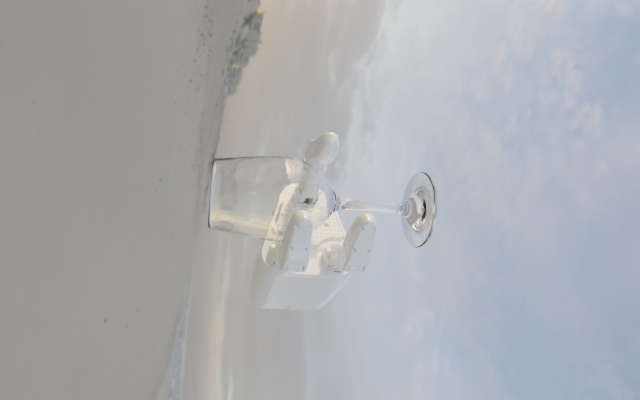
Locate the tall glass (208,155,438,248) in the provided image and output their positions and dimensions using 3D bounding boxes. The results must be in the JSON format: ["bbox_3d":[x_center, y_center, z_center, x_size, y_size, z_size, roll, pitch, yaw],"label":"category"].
[{"bbox_3d":[0.001,0.001,0.442,0.201,0.079,0.079,5,-1,-14],"label":"tall glass"}]
